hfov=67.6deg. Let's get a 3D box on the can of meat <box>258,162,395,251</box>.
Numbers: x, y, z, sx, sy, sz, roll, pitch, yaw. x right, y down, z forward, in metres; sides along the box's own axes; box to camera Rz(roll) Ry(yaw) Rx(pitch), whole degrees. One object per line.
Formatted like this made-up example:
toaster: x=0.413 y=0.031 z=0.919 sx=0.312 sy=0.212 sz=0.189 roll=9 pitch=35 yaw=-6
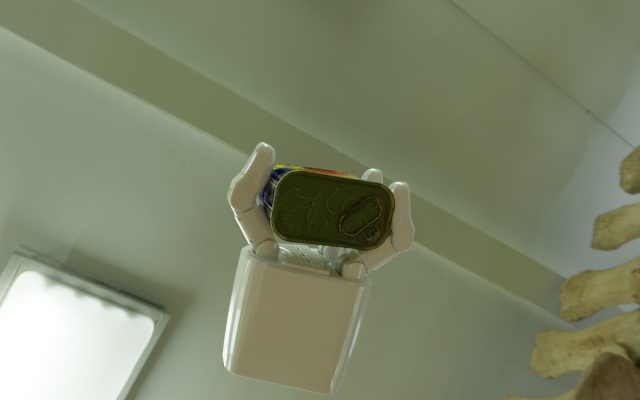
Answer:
can of meat: x=0.000 y=0.001 z=0.417 sx=0.102 sy=0.057 sz=0.084 roll=8 pitch=9 yaw=-18
